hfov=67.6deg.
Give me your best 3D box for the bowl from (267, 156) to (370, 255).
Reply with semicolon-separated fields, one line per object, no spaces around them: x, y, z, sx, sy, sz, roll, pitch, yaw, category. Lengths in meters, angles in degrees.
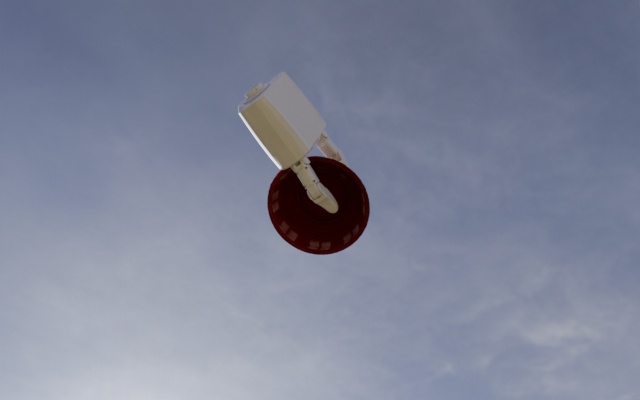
0.001;0.004;0.760;0.162;0.162;0.055;0;18;11;bowl
